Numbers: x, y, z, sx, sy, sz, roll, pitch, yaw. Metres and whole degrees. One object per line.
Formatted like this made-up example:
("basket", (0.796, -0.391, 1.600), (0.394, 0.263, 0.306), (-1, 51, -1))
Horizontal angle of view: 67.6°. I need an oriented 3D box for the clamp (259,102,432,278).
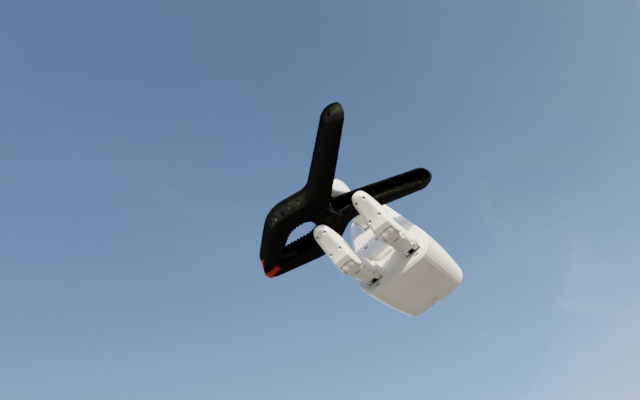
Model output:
("clamp", (0.000, 0.002, 0.508), (0.165, 0.210, 0.036), (37, 18, -41))
